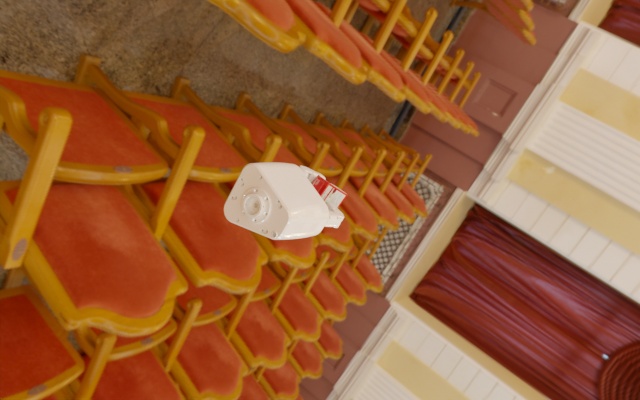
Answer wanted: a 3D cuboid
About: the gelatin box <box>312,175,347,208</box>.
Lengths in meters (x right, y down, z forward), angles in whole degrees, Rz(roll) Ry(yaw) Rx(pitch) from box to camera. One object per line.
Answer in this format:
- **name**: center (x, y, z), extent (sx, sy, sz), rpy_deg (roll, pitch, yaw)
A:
- **gelatin box**: center (0.001, 0.003, 0.810), extent (0.030, 0.073, 0.089), rpy_deg (38, 5, 26)
